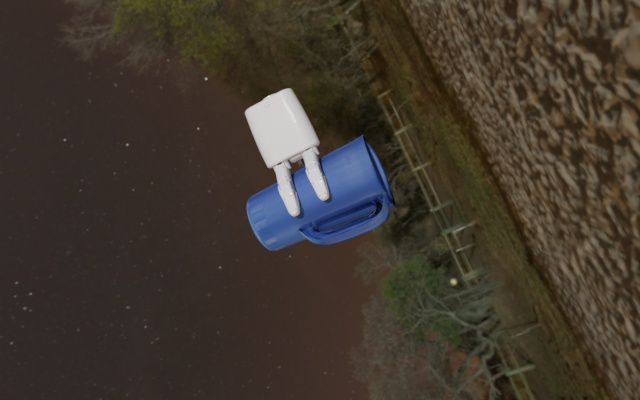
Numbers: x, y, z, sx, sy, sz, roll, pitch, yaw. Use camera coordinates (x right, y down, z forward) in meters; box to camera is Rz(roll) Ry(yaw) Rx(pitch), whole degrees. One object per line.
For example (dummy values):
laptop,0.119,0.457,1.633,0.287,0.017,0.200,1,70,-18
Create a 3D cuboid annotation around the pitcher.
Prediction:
pitcher,0.000,0.003,0.825,0.243,0.145,0.149,-25,1,12
